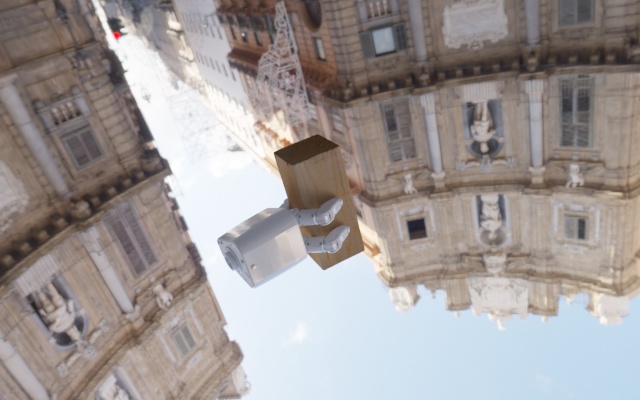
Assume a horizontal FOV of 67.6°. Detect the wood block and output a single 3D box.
[{"bbox_3d":[0.000,0.003,0.830,0.090,0.206,0.090,-24,29,-17],"label":"wood block"}]
